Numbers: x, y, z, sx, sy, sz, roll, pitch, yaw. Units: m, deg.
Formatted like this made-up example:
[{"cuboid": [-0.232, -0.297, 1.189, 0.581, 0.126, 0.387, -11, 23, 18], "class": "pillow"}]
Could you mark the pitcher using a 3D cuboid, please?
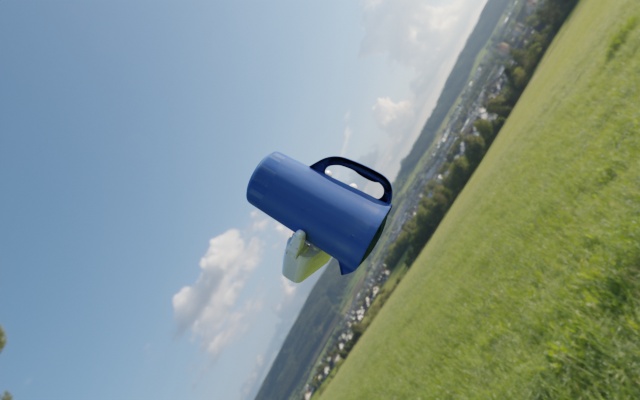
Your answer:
[{"cuboid": [0.000, 0.003, 0.846, 0.243, 0.149, 0.145, 29, -37, 9], "class": "pitcher"}]
